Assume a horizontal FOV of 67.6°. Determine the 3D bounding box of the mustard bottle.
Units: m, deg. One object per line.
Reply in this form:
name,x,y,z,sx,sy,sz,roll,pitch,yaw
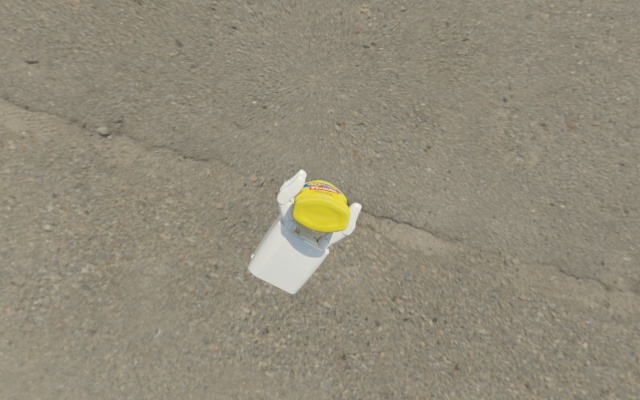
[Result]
mustard bottle,0.000,0.003,0.870,0.096,0.058,0.191,11,13,-3
